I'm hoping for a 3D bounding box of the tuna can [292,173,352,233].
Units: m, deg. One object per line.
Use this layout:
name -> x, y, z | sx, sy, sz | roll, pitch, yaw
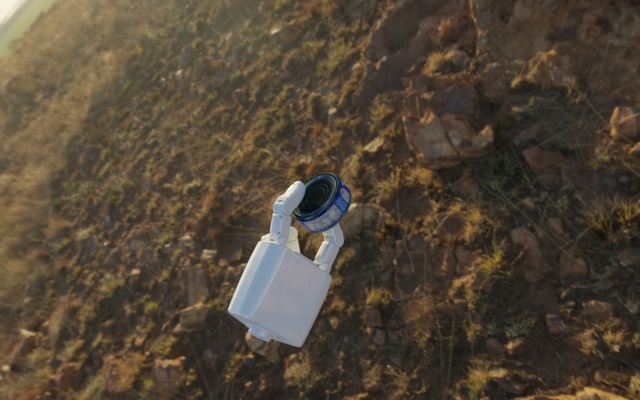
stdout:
tuna can -> 0.000, 0.002, 0.681 | 0.086, 0.086, 0.034 | 0, -36, 45
